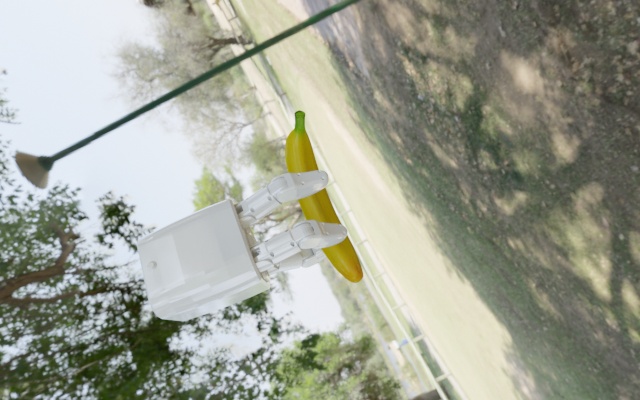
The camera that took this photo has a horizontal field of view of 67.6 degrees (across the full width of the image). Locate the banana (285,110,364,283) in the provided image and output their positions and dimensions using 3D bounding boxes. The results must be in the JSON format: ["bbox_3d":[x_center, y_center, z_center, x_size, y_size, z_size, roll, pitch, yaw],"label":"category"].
[{"bbox_3d":[-0.003,0.002,0.541,0.037,0.198,0.069,-20,-7,-9],"label":"banana"}]
